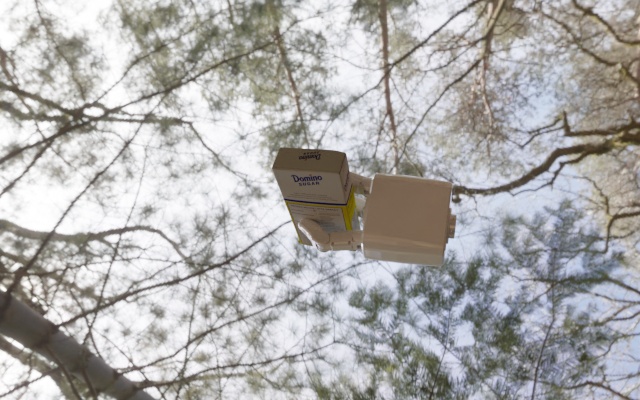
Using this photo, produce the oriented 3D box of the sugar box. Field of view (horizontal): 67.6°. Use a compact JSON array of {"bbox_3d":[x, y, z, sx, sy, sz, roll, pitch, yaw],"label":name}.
[{"bbox_3d":[0.000,0.002,0.666,0.093,0.048,0.176,6,-39,16],"label":"sugar box"}]
